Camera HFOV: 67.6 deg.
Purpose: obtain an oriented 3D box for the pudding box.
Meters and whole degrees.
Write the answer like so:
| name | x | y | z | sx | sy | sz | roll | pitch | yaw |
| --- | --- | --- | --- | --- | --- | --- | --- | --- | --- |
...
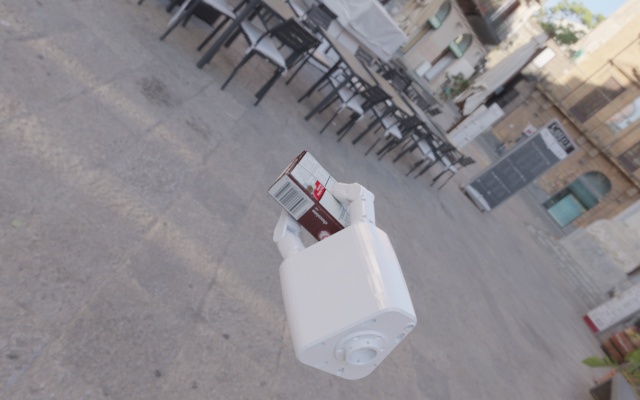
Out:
| name | x | y | z | sx | sy | sz | roll | pitch | yaw |
| --- | --- | --- | --- | --- | --- | --- | --- | --- | --- |
| pudding box | 0.000 | 0.002 | 0.563 | 0.039 | 0.113 | 0.090 | -40 | 9 | 23 |
